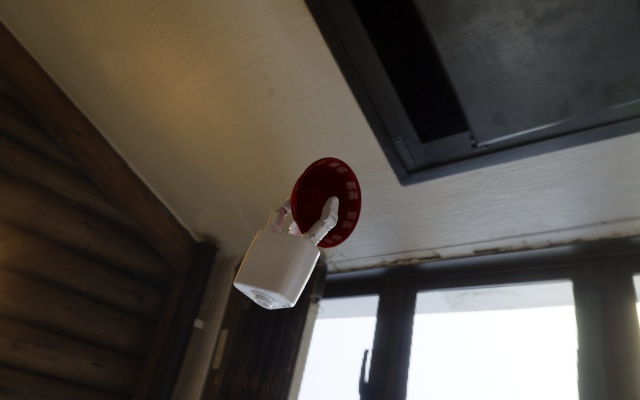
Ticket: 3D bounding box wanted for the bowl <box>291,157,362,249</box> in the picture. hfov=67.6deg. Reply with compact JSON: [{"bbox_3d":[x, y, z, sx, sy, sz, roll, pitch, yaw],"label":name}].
[{"bbox_3d":[0.001,0.002,0.864,0.162,0.162,0.055,0,3,-41],"label":"bowl"}]
